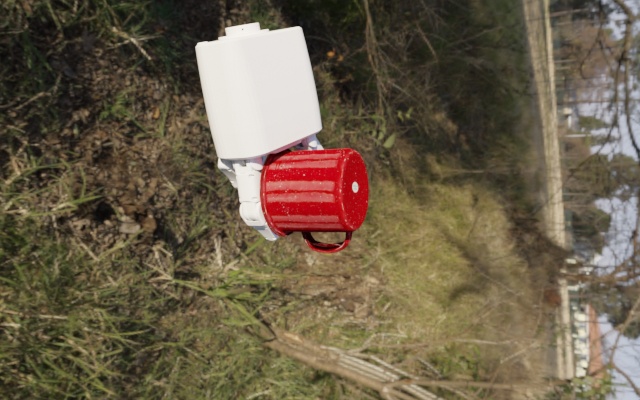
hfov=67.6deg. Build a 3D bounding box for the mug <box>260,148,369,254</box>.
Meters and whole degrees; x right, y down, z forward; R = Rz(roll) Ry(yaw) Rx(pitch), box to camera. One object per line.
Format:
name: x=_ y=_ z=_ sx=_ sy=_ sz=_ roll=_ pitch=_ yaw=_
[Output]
mug: x=0.000 y=0.003 z=0.481 sx=0.081 sy=0.117 sz=0.093 roll=-1 pitch=23 yaw=25
